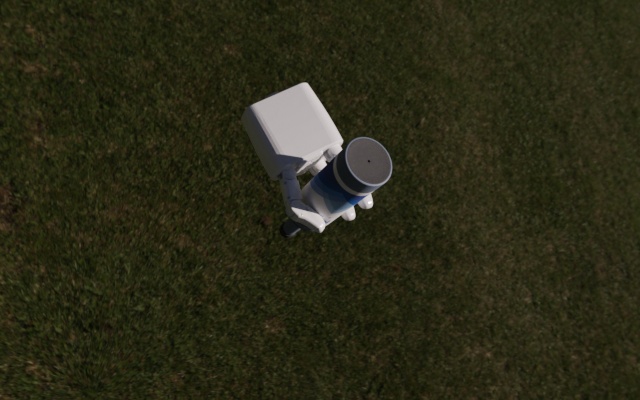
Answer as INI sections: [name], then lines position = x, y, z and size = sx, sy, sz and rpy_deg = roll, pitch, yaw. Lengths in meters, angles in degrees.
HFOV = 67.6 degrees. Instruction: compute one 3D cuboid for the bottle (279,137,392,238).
[bottle]
position = 0.000, 0.002, 0.708
size = 0.069, 0.069, 0.296
rpy_deg = 0, -20, -25
